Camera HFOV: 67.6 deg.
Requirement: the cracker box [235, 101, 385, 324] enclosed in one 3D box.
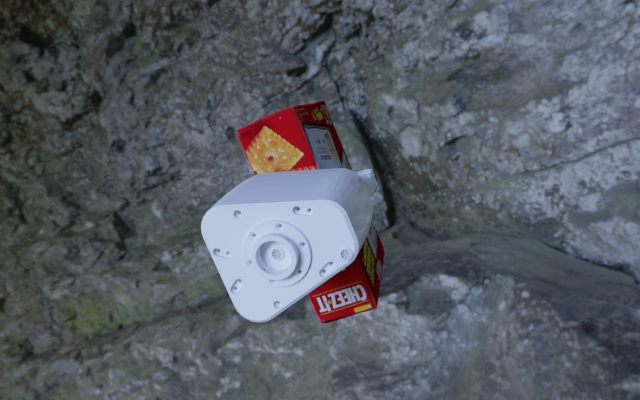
[{"bbox_3d":[0.000,0.002,0.535,0.072,0.214,0.164,-20,9,15],"label":"cracker box"}]
